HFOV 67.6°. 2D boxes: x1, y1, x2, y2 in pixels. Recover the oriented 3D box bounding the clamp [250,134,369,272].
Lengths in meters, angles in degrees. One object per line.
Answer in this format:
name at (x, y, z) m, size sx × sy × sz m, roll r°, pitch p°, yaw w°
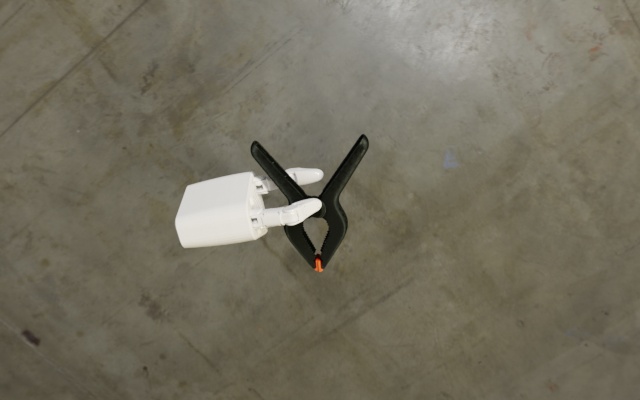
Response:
clamp at (0.000, 0.003, 0.691) m, size 0.164 × 0.210 × 0.036 m, roll -9°, pitch 19°, yaw 7°
